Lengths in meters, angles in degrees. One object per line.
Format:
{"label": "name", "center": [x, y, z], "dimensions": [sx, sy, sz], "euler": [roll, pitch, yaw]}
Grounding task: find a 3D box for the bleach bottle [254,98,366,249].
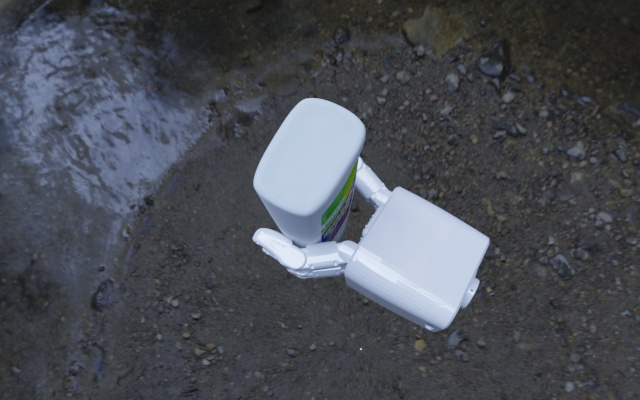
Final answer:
{"label": "bleach bottle", "center": [0.000, 0.002, 0.493], "dimensions": [0.068, 0.102, 0.251], "euler": [28, -13, 13]}
